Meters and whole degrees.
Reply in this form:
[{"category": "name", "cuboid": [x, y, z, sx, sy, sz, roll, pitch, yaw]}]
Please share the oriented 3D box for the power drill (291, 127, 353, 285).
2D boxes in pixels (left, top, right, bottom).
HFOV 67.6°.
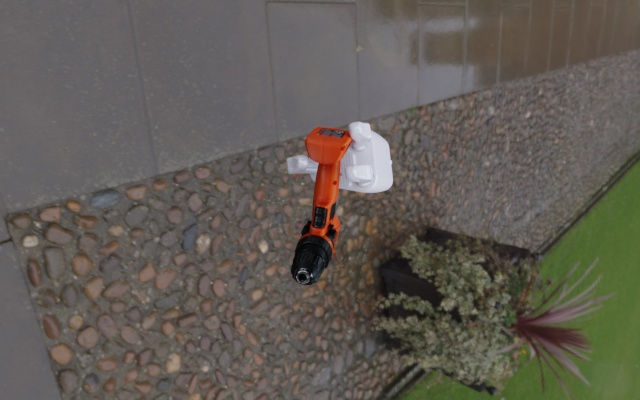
[{"category": "power drill", "cuboid": [0.000, 0.002, 0.653, 0.057, 0.188, 0.184, 10, 21, 5]}]
